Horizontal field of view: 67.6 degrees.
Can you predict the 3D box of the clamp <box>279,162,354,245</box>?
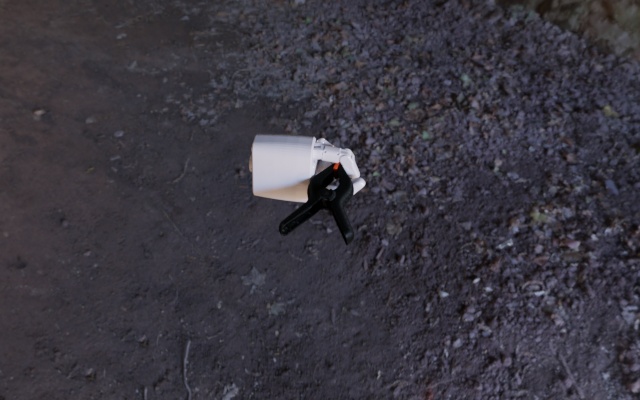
[{"bbox_3d":[0.000,0.002,0.789,0.120,0.039,0.171,5,45,4],"label":"clamp"}]
